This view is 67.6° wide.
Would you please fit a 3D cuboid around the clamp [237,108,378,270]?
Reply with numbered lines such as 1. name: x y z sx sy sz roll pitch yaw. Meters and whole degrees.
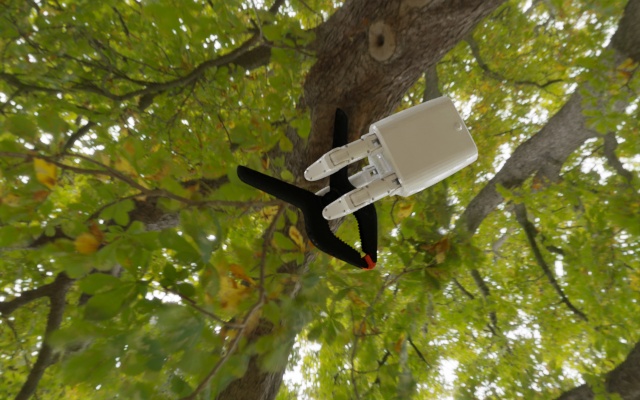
1. clamp: 0.000 0.003 0.616 0.164 0.210 0.036 -25 -7 -7
